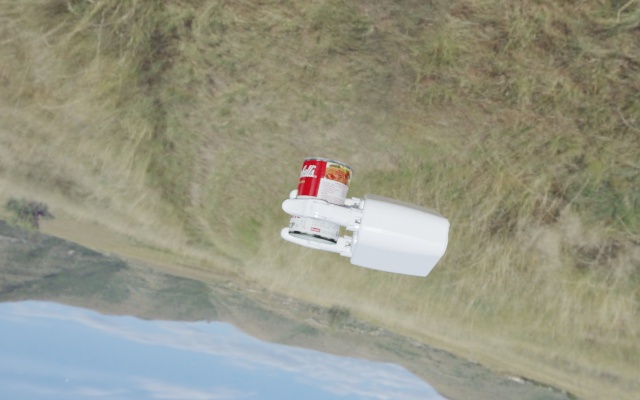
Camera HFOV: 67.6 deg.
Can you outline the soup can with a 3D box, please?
[{"bbox_3d":[0.000,0.002,0.630,0.068,0.102,0.068,12,-10,2],"label":"soup can"}]
